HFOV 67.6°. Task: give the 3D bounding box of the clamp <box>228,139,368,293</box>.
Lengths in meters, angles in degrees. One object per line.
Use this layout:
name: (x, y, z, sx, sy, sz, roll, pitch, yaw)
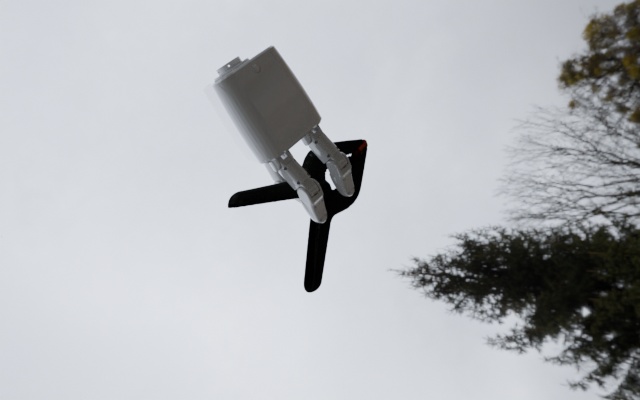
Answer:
clamp: (0.000, 0.002, 0.618, 0.210, 0.165, 0.036, -44, 25, -28)
